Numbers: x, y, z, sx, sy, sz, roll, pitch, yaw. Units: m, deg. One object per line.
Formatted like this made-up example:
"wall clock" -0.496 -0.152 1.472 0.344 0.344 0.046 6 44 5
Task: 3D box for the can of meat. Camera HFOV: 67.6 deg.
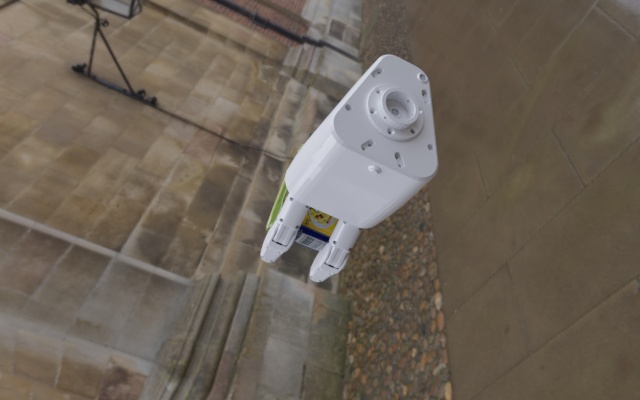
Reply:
"can of meat" 0.000 0.001 0.499 0.084 0.102 0.057 24 -24 -11
